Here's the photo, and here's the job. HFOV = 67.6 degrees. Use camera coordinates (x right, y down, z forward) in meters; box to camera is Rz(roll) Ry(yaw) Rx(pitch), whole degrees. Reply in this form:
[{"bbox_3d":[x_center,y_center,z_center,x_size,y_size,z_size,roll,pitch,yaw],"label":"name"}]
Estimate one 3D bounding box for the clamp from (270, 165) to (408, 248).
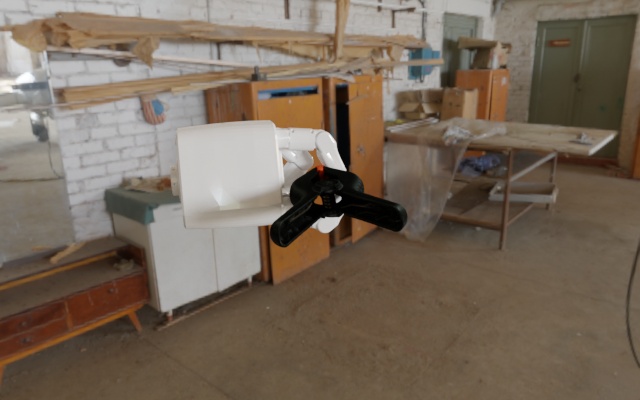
[{"bbox_3d":[0.000,0.001,0.477,0.120,0.039,0.171,-5,17,-14],"label":"clamp"}]
